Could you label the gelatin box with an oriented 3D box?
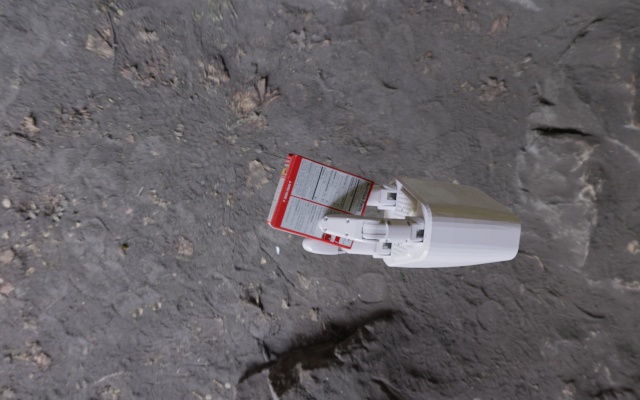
[{"bbox_3d":[0.000,0.002,0.473,0.089,0.073,0.030,18,1,-20],"label":"gelatin box"}]
